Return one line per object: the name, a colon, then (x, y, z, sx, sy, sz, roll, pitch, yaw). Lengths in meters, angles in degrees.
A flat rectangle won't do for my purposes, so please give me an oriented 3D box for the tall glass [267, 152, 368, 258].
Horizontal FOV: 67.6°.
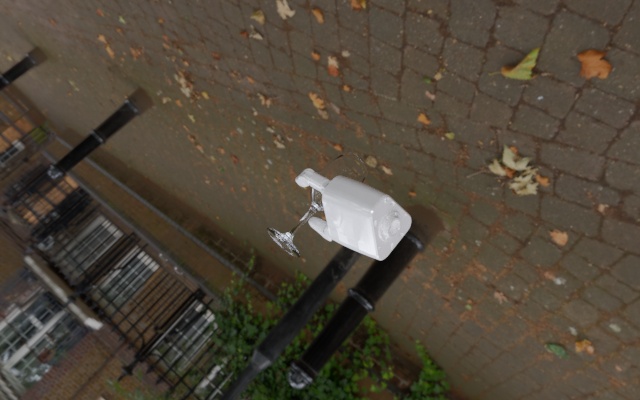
tall glass: (0.000, 0.003, 0.842, 0.079, 0.201, 0.079, 37, -20, 15)
